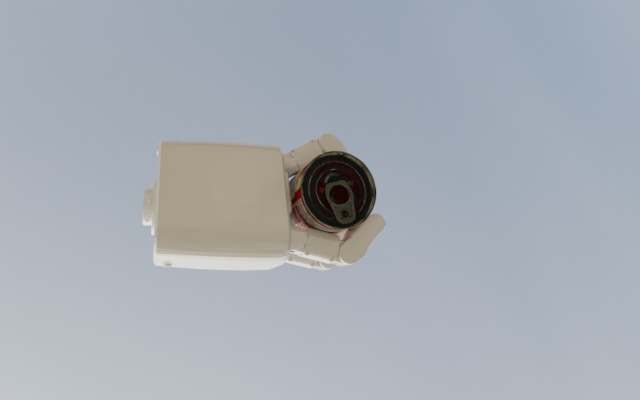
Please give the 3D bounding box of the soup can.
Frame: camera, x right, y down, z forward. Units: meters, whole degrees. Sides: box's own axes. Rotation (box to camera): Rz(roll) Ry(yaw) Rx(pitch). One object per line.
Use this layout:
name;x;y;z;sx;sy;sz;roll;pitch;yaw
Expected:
soup can;0.000;0.001;0.447;0.068;0.068;0.102;0;-12;-19
